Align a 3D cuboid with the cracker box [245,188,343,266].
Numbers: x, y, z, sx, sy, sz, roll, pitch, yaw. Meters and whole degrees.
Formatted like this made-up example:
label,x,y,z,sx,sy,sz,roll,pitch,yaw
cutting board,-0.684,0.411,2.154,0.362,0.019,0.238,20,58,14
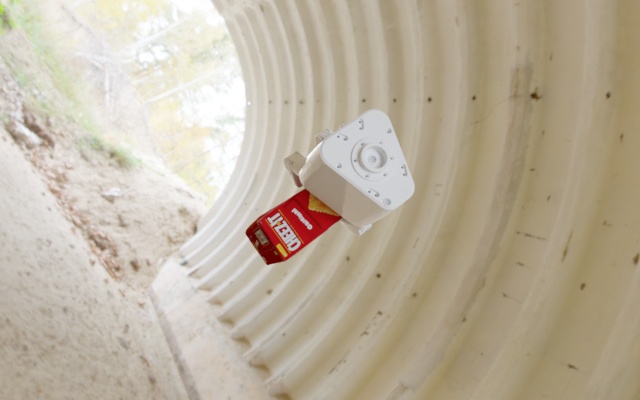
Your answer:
label,x,y,z,sx,sy,sz,roll,pitch,yaw
cracker box,0.000,0.002,0.690,0.213,0.072,0.164,-36,0,-17
